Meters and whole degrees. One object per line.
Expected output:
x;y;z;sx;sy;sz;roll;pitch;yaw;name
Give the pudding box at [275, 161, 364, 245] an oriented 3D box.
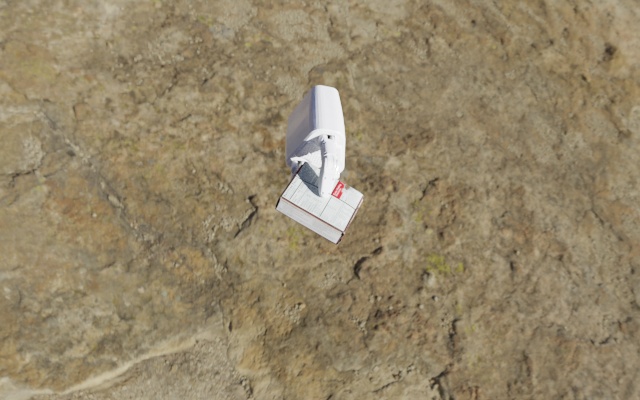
0.000;0.002;0.734;0.113;0.090;0.039;29;-39;3;pudding box
